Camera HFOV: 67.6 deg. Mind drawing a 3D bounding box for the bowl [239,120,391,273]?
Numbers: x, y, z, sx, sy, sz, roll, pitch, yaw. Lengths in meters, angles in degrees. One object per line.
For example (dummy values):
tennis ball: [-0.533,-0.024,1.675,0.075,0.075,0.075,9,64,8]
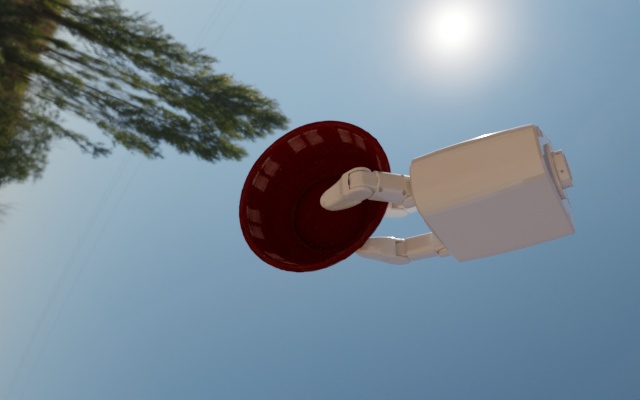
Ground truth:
bowl: [-0.001,0.002,0.483,0.162,0.162,0.055,0,-24,25]
